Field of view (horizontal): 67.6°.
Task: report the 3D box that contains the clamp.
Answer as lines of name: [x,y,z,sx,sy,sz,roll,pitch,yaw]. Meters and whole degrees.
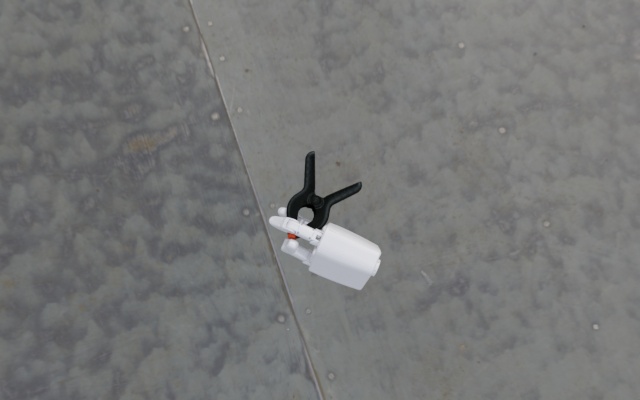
clamp: [0.000,0.003,0.882,0.120,0.171,0.039,23,-15,3]
